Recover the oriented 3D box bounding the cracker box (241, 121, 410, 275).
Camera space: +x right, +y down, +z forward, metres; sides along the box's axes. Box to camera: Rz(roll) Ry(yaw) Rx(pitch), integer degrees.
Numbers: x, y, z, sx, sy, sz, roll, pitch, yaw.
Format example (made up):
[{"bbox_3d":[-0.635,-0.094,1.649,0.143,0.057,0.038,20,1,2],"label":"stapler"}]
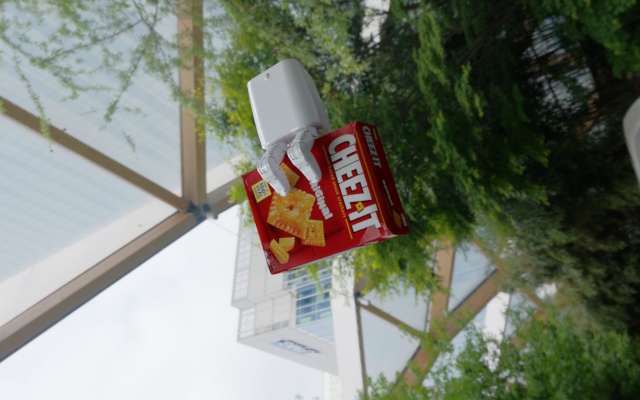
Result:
[{"bbox_3d":[0.000,0.002,0.698,0.214,0.164,0.072,-22,-10,30],"label":"cracker box"}]
